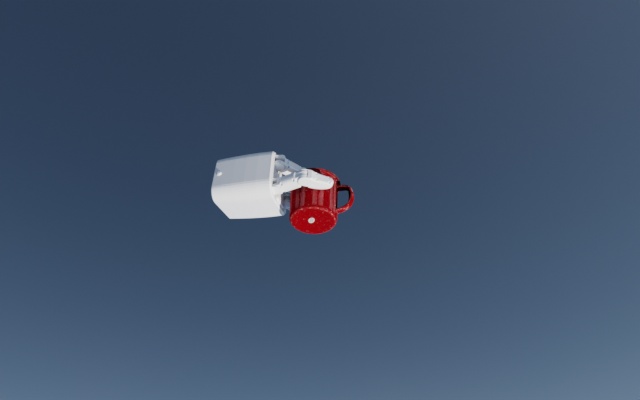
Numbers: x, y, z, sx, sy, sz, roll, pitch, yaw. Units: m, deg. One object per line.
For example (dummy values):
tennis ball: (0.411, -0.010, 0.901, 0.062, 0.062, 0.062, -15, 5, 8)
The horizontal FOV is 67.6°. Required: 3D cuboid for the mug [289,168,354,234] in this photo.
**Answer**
mug: (0.002, 0.003, 0.823, 0.117, 0.081, 0.093, -6, -39, 10)
